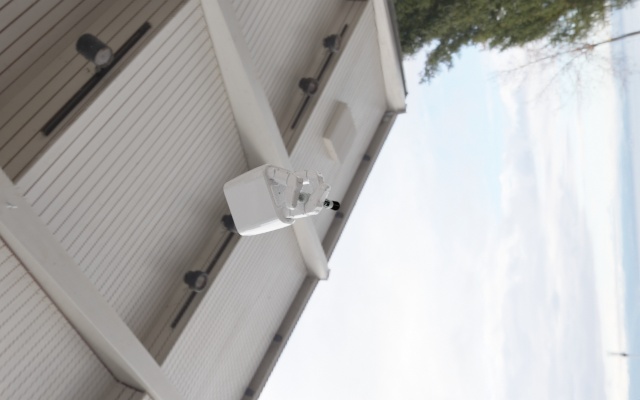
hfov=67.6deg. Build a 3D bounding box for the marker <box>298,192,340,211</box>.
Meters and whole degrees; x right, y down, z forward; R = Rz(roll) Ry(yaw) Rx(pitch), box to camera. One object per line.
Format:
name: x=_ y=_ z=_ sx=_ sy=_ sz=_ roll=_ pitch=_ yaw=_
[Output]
marker: x=0.000 y=0.003 z=0.878 sx=0.020 sy=0.020 sz=0.121 roll=0 pitch=-8 yaw=33
